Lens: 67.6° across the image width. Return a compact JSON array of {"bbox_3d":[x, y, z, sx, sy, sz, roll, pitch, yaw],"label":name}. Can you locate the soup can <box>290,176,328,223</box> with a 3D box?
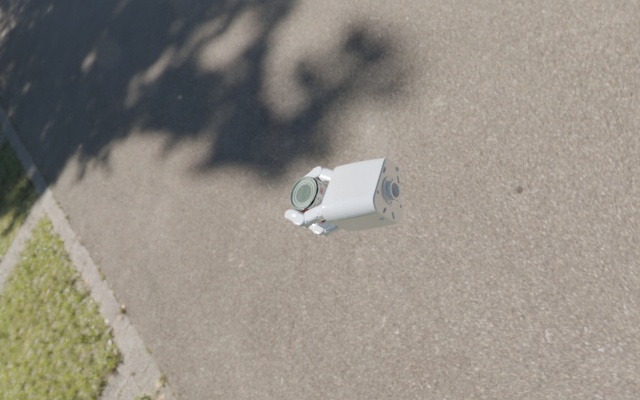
[{"bbox_3d":[0.000,0.003,0.898,0.068,0.068,0.102,0,-19,42],"label":"soup can"}]
